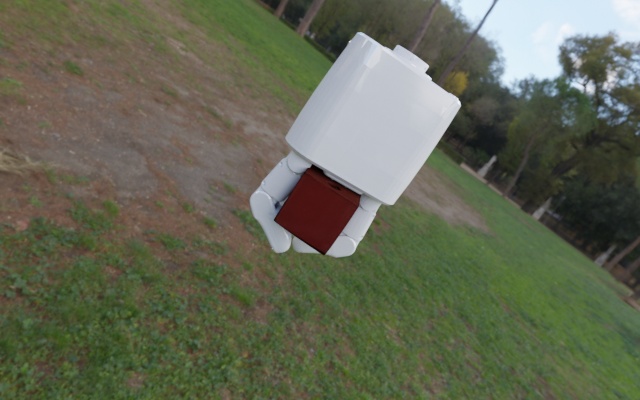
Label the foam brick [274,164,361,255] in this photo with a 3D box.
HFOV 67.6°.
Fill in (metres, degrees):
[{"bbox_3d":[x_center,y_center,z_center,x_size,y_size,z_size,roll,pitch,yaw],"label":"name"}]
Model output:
[{"bbox_3d":[0.000,0.002,0.417,0.053,0.051,0.078,34,16,-3],"label":"foam brick"}]
